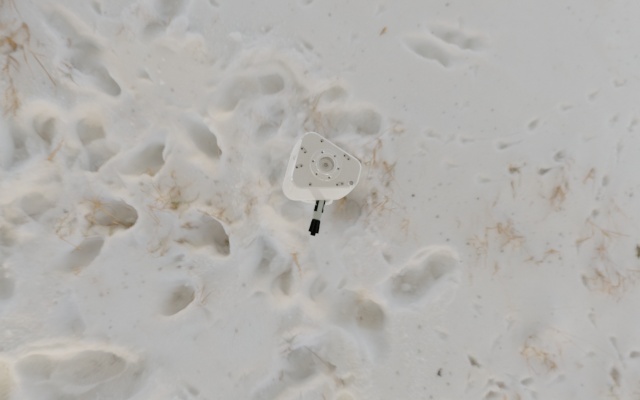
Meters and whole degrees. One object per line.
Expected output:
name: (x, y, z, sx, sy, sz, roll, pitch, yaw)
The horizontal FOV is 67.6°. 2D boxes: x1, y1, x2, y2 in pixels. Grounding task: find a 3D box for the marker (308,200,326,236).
marker: (0.000, 0.003, 0.835, 0.020, 0.121, 0.020, 13, -9, 2)
